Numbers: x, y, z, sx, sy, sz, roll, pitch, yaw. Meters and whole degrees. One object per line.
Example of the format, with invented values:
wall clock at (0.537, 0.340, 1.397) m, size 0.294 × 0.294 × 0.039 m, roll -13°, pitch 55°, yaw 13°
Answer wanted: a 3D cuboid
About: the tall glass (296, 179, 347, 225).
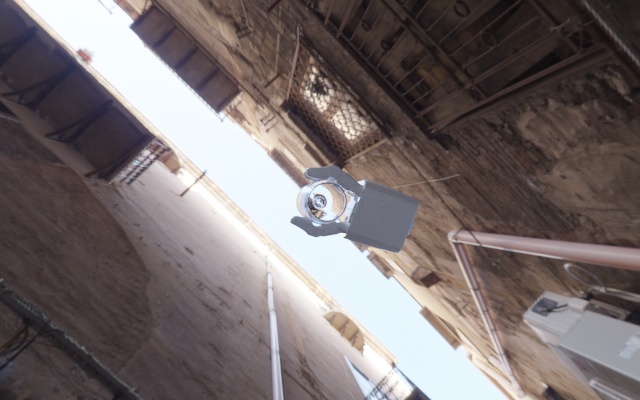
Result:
tall glass at (0.000, 0.003, 0.846) m, size 0.079 × 0.079 × 0.201 m, roll 0°, pitch 0°, yaw -6°
